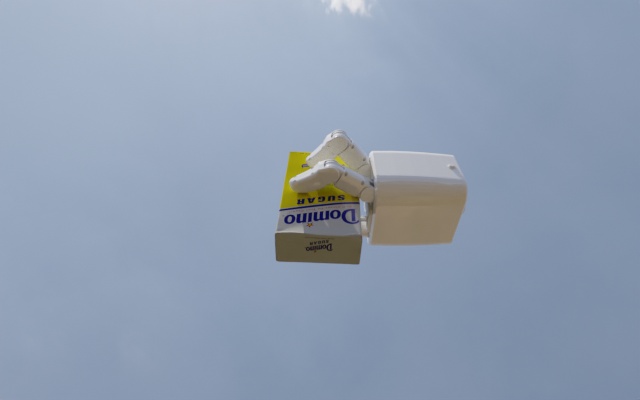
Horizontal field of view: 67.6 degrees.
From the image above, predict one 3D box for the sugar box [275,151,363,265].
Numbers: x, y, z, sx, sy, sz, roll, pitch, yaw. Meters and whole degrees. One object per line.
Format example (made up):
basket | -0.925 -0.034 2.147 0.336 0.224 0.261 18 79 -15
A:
sugar box | 0.000 0.001 0.569 0.093 0.048 0.176 2 32 0
